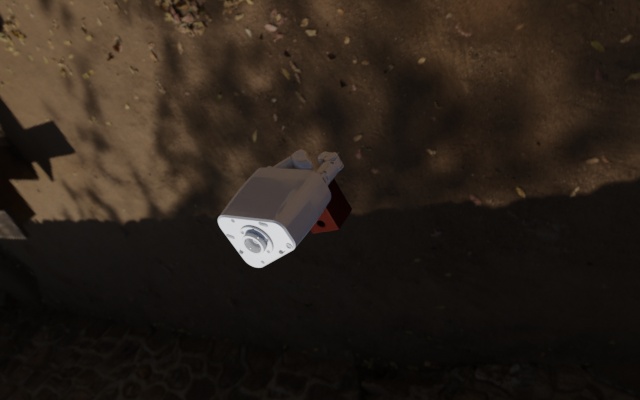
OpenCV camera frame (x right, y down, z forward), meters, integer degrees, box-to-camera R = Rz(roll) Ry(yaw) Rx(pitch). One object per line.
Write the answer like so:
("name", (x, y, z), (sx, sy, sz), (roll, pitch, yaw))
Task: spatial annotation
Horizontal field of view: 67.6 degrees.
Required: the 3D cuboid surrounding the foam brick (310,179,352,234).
("foam brick", (0.000, 0.002, 0.703), (0.053, 0.078, 0.051), (-12, 30, 37))
